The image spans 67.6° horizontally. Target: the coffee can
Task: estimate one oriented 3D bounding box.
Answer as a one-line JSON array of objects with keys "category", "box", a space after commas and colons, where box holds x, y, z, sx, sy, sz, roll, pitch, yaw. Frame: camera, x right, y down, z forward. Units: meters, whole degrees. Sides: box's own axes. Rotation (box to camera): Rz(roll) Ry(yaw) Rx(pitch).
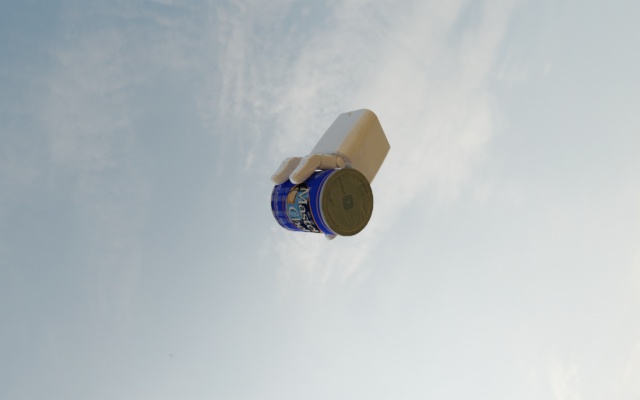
[{"category": "coffee can", "box": [0.000, 0.003, 0.763, 0.103, 0.103, 0.140, 0, 0, -38]}]
